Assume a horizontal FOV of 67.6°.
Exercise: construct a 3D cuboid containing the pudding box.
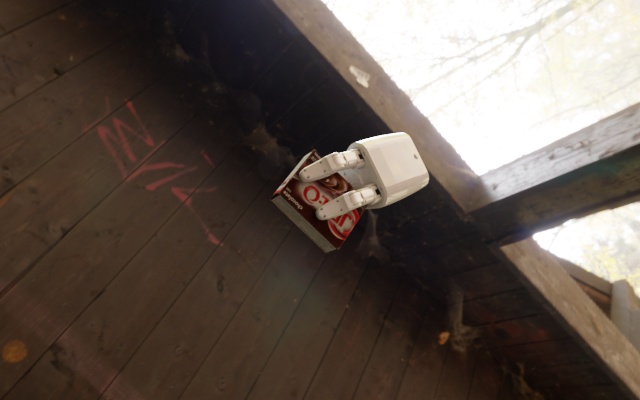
[{"bbox_3d":[0.000,0.002,0.650,0.113,0.090,0.039,43,-34,-10],"label":"pudding box"}]
